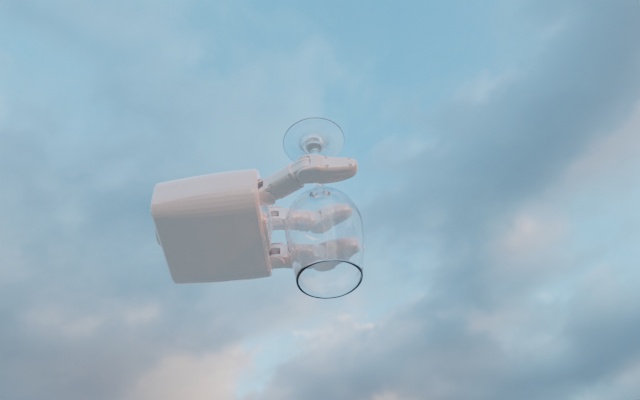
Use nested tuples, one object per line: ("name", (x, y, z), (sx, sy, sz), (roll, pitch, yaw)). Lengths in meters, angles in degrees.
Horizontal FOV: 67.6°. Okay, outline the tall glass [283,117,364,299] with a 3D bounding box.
("tall glass", (0.000, 0.001, 0.503), (0.079, 0.200, 0.079), (-4, -44, -4))
